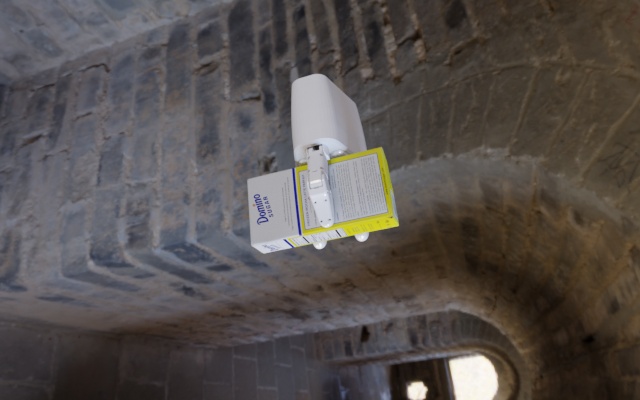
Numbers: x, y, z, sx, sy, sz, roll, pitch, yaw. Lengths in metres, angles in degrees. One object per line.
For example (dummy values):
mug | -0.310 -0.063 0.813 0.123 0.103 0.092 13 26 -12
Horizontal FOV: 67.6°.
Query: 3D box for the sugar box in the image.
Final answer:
sugar box | 0.000 0.002 0.588 0.176 0.093 0.048 -13 -24 14
